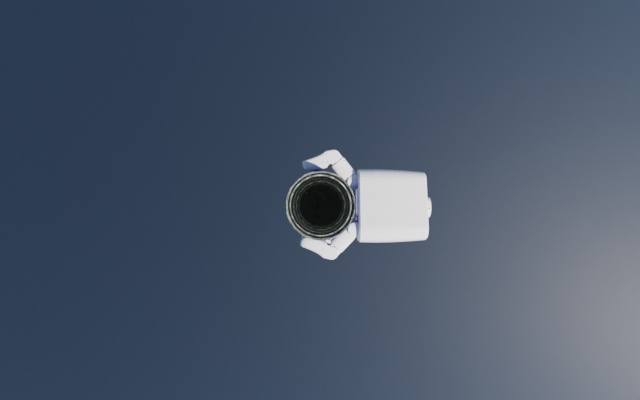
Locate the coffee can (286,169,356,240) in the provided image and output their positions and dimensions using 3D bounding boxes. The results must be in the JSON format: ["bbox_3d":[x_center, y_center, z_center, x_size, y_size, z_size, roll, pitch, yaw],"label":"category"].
[{"bbox_3d":[0.000,0.002,0.763,0.103,0.103,0.140,0,4,0],"label":"coffee can"}]
